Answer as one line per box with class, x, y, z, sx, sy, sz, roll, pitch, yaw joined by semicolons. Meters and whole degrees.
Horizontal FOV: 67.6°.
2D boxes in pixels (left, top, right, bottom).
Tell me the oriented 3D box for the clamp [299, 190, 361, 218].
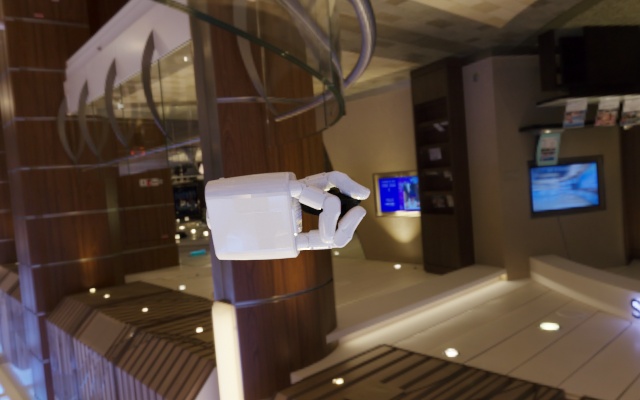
clamp;0.000;0.003;0.693;0.120;0.039;0.171;-4;2;4
